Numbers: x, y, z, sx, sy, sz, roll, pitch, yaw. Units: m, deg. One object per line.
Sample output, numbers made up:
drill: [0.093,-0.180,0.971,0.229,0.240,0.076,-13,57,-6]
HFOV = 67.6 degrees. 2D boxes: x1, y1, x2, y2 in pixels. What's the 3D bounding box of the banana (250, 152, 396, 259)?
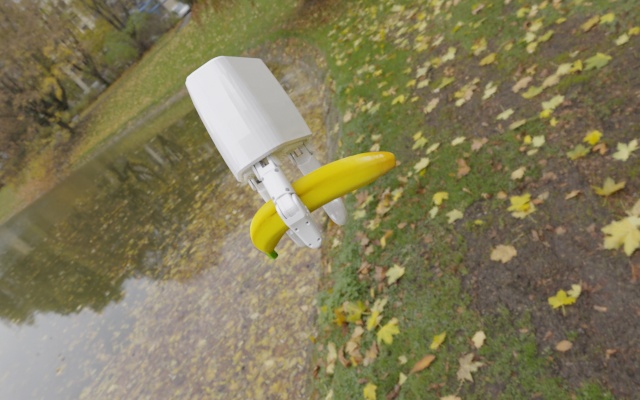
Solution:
banana: [-0.014,0.002,0.496,0.198,0.037,0.069,-37,-25,30]
